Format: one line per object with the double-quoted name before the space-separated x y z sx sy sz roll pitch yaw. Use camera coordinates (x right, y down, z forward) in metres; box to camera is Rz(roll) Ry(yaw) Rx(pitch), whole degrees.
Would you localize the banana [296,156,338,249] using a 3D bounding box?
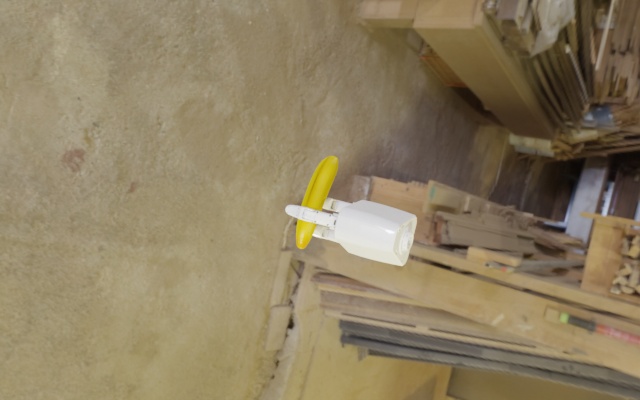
"banana" -0.003 -0.009 0.867 0.037 0.197 0.070 14 -25 21
